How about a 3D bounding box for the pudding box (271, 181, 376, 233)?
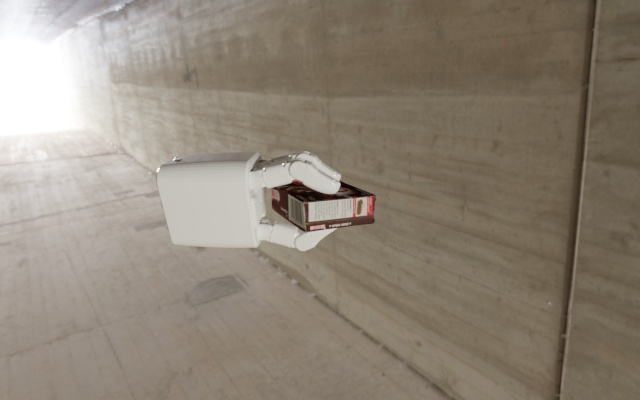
[{"bbox_3d":[0.000,0.002,0.570,0.090,0.039,0.113,-7,17,-24],"label":"pudding box"}]
